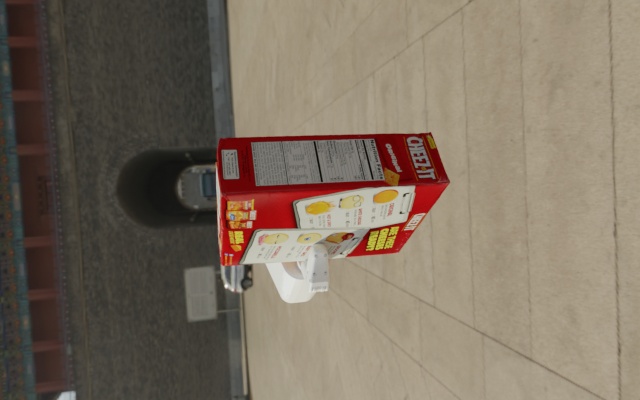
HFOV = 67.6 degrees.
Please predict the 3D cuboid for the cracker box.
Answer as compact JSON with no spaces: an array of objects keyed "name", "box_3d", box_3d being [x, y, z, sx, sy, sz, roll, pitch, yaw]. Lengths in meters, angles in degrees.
[{"name":"cracker box","box_3d":[0.000,0.002,0.504,0.214,0.072,0.164,-4,-29,-13]}]
